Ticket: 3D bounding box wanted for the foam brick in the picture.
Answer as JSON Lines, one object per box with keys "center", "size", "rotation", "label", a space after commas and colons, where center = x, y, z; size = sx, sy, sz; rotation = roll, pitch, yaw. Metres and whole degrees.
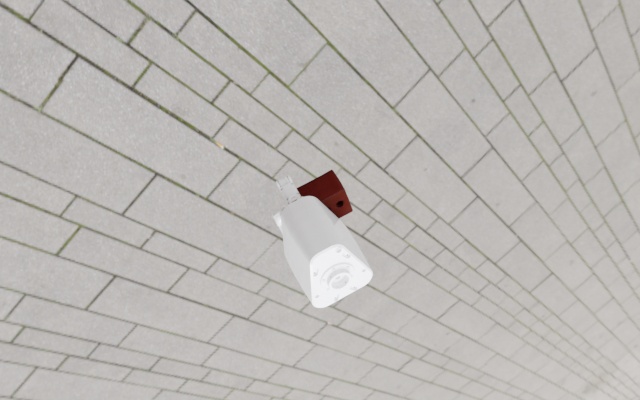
{"center": [0.000, 0.002, 0.712], "size": [0.078, 0.053, 0.051], "rotation": [-28, 43, -5], "label": "foam brick"}
